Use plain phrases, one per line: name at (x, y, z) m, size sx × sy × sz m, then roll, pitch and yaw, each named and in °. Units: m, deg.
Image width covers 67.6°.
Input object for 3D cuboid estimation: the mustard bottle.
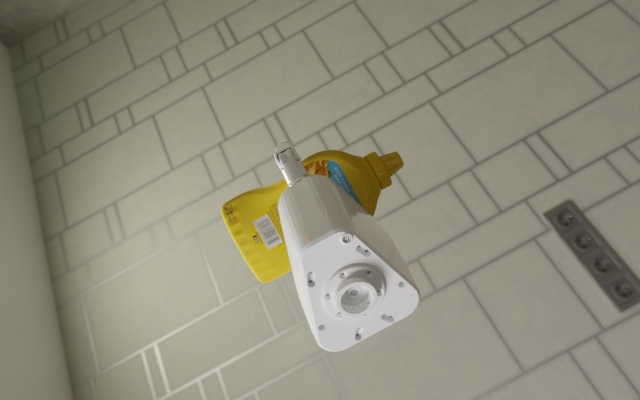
mustard bottle at (0.000, 0.002, 0.504) m, size 0.191 × 0.096 × 0.058 m, roll -29°, pitch 1°, yaw 2°
